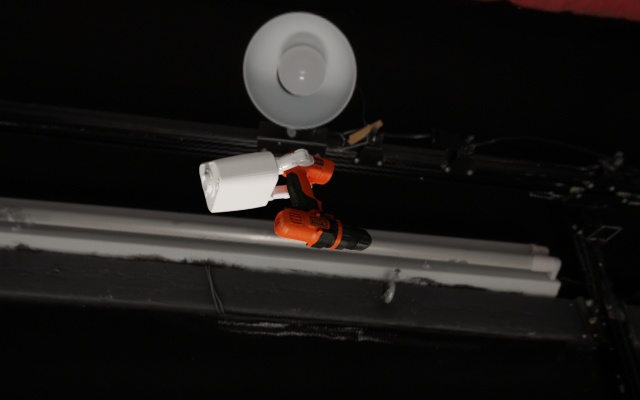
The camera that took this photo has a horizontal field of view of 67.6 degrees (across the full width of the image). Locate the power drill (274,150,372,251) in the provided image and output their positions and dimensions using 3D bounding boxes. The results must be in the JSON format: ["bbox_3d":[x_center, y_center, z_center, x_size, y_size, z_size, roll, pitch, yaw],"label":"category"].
[{"bbox_3d":[0.000,0.002,0.864,0.184,0.187,0.057,15,-46,-28],"label":"power drill"}]
